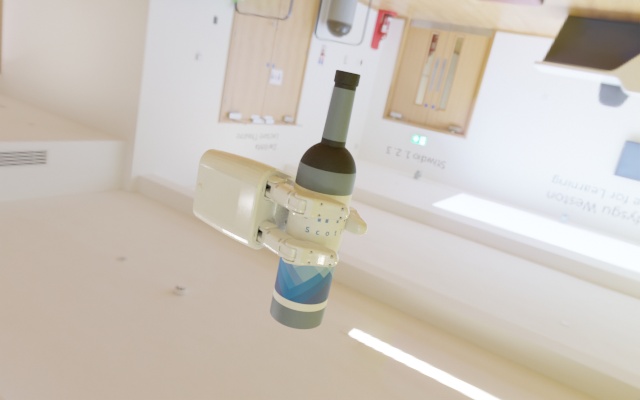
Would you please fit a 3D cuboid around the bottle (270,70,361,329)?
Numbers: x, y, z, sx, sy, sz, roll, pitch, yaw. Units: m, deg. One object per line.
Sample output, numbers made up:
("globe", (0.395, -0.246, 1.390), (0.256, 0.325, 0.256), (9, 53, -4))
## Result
("bottle", (0.000, 0.002, 0.548), (0.069, 0.296, 0.069), (11, 15, -3))
